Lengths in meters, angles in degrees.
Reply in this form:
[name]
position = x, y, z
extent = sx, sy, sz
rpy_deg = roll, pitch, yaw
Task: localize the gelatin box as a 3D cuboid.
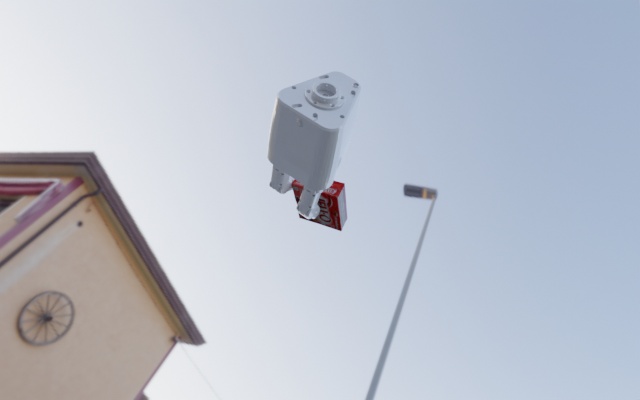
[gelatin box]
position = 0.000, 0.002, 0.714
extent = 0.073, 0.030, 0.089
rpy_deg = 17, -33, 18
